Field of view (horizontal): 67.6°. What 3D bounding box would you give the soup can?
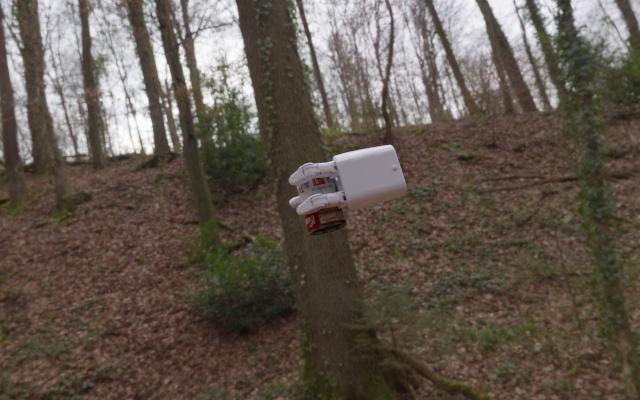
[{"bbox_3d":[0.000,0.003,0.836,0.068,0.102,0.068,-15,-13,-3],"label":"soup can"}]
